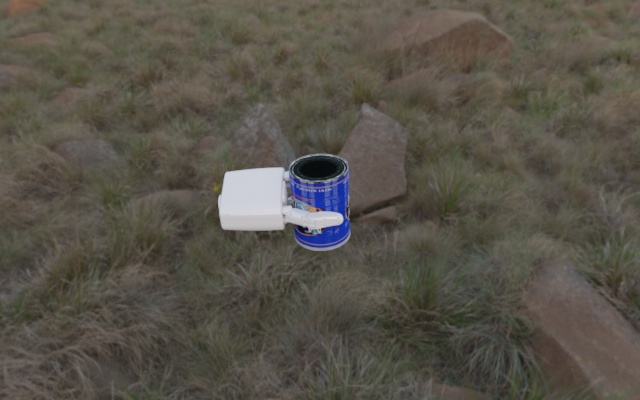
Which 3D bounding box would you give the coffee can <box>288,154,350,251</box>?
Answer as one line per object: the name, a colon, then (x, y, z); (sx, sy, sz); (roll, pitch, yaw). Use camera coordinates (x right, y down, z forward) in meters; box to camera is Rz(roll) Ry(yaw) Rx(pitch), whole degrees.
coffee can: (0.000, 0.003, 0.840); (0.103, 0.140, 0.102); (-2, 32, 1)
